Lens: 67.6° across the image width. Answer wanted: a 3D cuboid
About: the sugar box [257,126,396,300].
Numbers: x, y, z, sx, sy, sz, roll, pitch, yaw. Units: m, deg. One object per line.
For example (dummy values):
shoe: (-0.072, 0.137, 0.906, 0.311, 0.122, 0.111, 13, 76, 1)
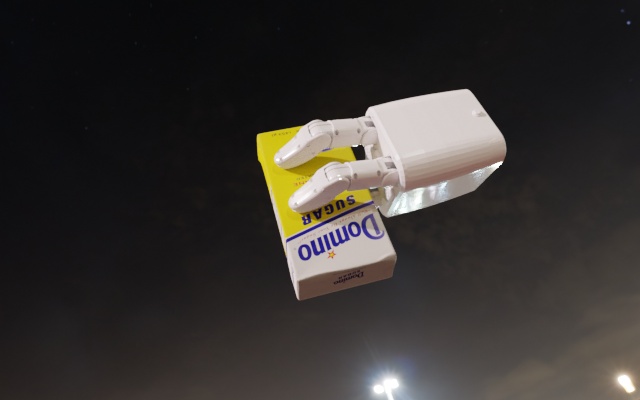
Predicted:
sugar box: (0.000, 0.001, 0.468, 0.093, 0.176, 0.048, -13, -37, -10)
